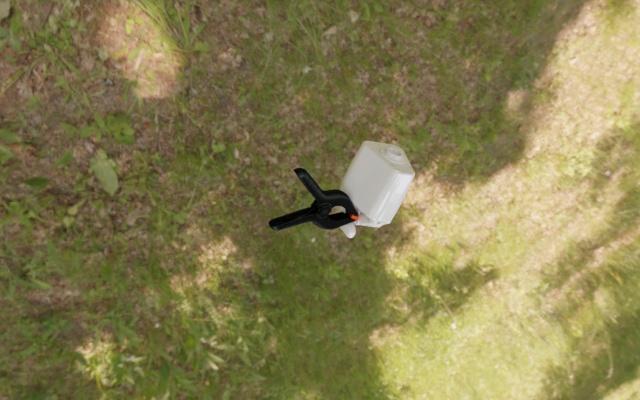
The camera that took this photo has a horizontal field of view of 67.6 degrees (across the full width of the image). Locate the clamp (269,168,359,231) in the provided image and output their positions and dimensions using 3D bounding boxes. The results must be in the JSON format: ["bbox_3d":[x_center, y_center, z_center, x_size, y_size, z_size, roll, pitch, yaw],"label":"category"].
[{"bbox_3d":[0.000,0.003,0.845,0.171,0.120,0.039,3,35,-33],"label":"clamp"}]
